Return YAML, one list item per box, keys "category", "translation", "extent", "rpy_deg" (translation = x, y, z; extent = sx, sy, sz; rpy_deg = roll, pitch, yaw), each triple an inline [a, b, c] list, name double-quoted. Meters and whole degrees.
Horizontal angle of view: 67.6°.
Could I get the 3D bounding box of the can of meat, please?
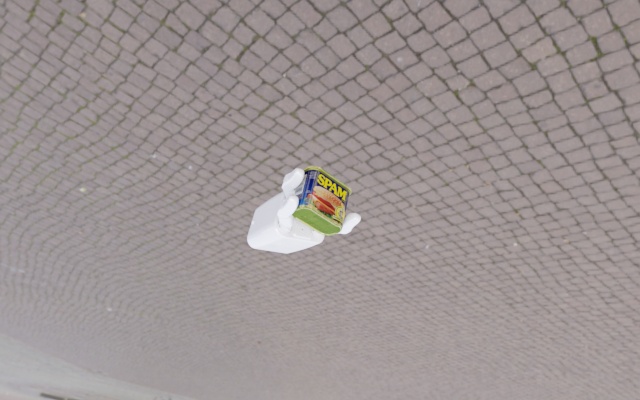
- category: "can of meat"
  translation: [0.000, 0.003, 0.834]
  extent: [0.102, 0.084, 0.057]
  rpy_deg: [33, -36, -31]
